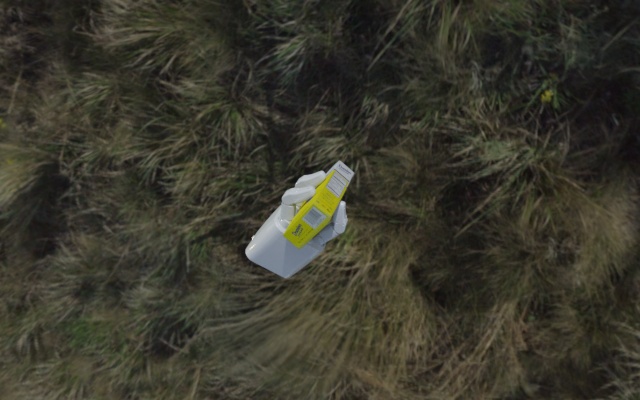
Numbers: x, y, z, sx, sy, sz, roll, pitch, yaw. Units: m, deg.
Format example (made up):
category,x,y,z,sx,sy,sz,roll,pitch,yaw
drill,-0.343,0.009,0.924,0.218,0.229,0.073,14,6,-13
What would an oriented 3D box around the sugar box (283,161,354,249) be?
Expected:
category,x,y,z,sx,sy,sz,roll,pitch,yaw
sugar box,0.000,0.003,0.854,0.093,0.048,0.176,-45,10,31
